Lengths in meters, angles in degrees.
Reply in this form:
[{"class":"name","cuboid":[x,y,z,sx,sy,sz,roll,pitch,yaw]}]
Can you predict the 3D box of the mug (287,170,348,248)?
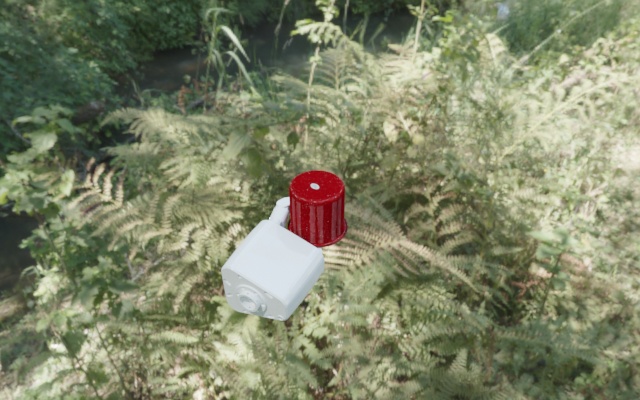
[{"class":"mug","cuboid":[0.001,0.001,0.720,0.093,0.082,0.117,16,41,19]}]
